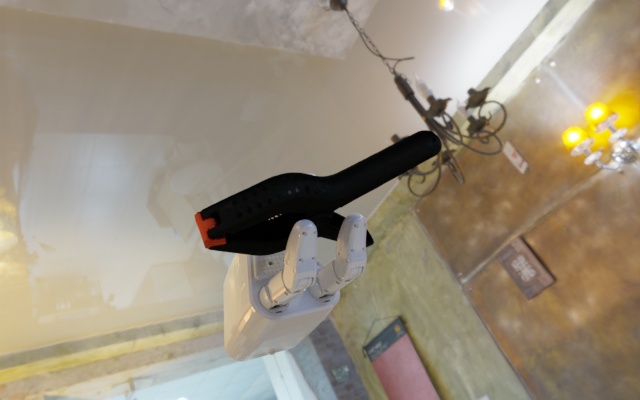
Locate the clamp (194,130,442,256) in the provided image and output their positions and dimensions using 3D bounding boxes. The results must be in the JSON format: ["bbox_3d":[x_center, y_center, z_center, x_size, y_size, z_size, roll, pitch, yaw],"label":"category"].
[{"bbox_3d":[-0.001,0.001,0.416,0.210,0.036,0.165,-5,-37,-35],"label":"clamp"}]
